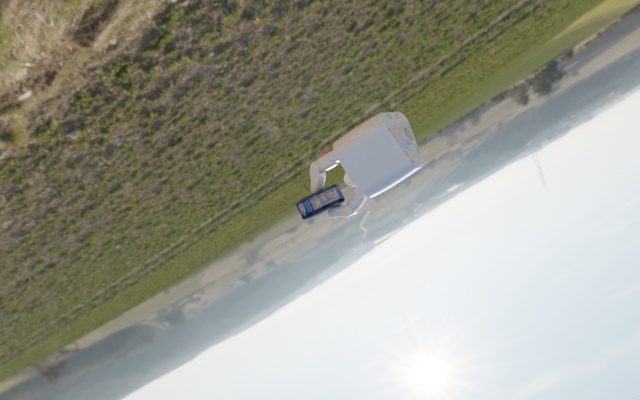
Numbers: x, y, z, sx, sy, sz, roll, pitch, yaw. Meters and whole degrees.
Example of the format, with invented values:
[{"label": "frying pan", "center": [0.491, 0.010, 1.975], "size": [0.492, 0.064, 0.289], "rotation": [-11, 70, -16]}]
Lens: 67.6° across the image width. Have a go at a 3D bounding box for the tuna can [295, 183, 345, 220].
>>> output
[{"label": "tuna can", "center": [0.000, 0.003, 0.858], "size": [0.086, 0.034, 0.086], "rotation": [-25, -4, -2]}]
